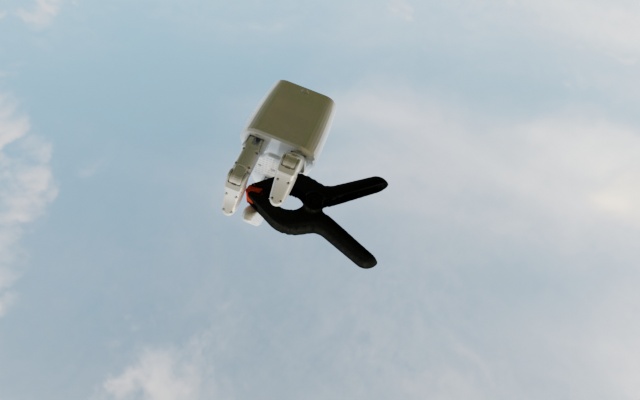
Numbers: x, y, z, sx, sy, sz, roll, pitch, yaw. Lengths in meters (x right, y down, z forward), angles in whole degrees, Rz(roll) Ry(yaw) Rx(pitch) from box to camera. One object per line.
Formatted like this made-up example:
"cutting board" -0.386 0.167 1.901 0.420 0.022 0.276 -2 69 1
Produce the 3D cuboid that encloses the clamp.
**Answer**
"clamp" 0.000 0.002 0.569 0.171 0.120 0.039 21 -35 2
